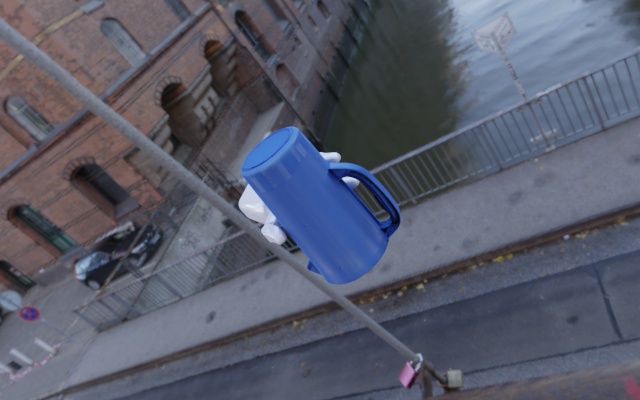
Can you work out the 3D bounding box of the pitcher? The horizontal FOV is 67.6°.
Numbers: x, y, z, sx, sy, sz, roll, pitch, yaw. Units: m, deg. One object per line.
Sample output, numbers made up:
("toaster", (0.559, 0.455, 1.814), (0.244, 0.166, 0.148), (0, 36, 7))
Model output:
("pitcher", (0.000, 0.002, 0.741), (0.243, 0.149, 0.145), (51, -21, -26))
